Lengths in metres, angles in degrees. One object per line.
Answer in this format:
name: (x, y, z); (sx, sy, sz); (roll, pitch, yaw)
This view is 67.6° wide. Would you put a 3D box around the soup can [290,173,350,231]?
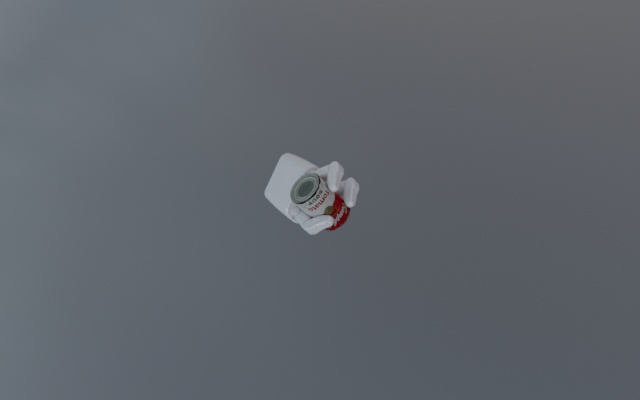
soup can: (0.000, 0.003, 0.887); (0.068, 0.068, 0.102); (0, -32, 42)
